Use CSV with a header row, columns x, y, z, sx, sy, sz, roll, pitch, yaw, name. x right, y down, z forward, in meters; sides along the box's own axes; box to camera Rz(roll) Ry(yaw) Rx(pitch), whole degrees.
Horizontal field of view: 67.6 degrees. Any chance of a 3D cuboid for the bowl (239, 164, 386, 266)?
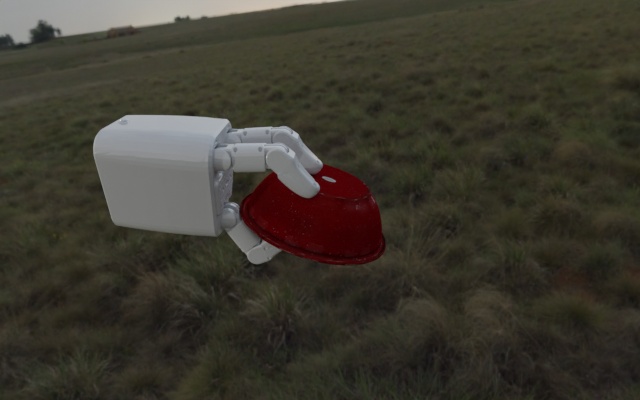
x,y,z,sx,sy,sz,roll,pitch,yaw,name
0.001,0.001,0.502,0.162,0.055,0.162,15,22,-6,bowl
